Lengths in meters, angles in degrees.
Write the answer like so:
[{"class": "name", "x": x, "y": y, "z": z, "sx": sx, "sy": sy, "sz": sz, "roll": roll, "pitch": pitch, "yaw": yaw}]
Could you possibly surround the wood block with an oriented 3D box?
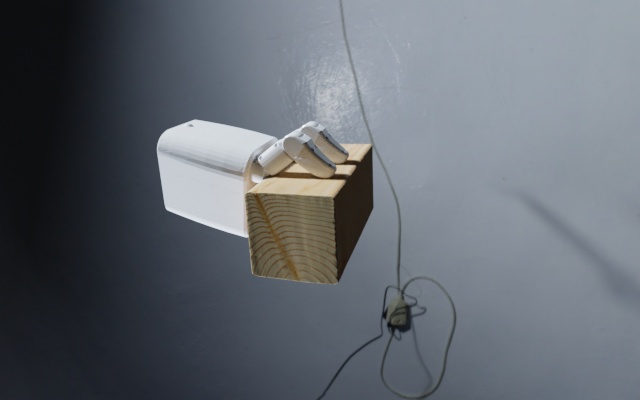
[{"class": "wood block", "x": 0.000, "y": 0.002, "z": 0.539, "sx": 0.090, "sy": 0.091, "sz": 0.206, "roll": 3, "pitch": 21, "yaw": 15}]
